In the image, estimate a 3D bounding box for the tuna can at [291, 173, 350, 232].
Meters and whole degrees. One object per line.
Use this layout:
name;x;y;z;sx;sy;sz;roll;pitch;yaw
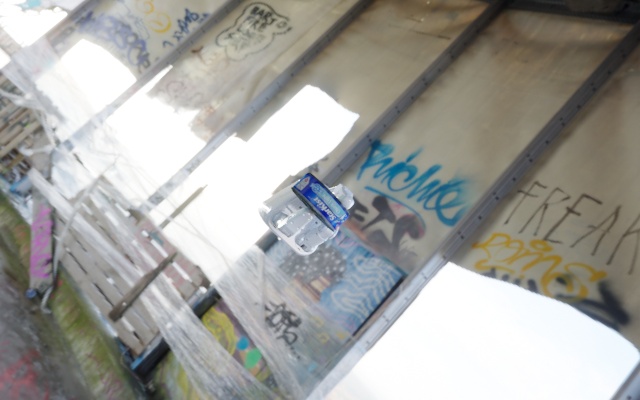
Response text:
tuna can;0.001;0.002;0.662;0.034;0.086;0.086;-44;4;-5
